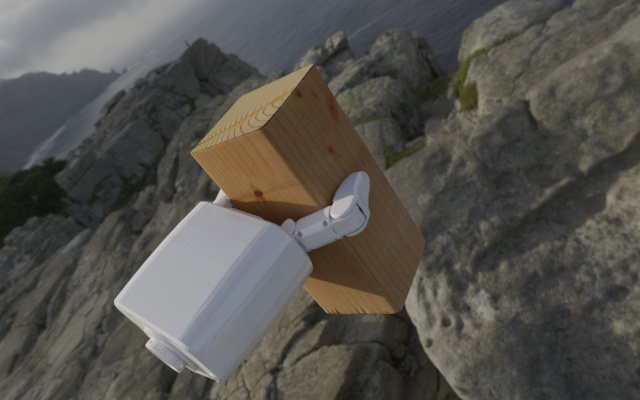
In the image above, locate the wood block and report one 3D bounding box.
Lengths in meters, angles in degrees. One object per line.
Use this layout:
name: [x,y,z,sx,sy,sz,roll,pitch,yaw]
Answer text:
wood block: [0.000,0.002,0.423,0.091,0.206,0.090,-11,36,40]
